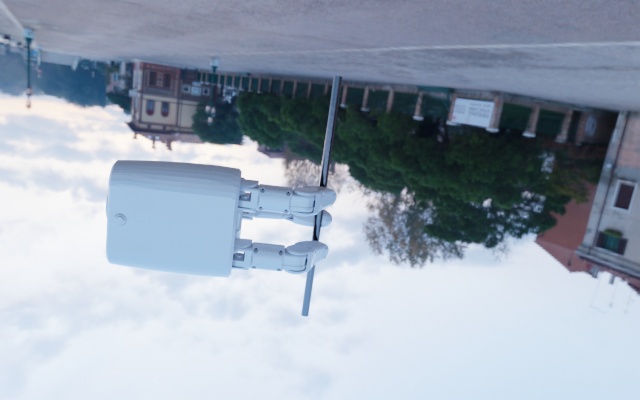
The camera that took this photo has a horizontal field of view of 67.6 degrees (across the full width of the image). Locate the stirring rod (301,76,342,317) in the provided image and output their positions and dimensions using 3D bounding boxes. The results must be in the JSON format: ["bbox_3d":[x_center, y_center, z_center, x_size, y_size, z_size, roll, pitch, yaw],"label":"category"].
[{"bbox_3d":[0.000,0.001,0.467,0.011,0.239,0.011,8,12,-2],"label":"stirring rod"}]
